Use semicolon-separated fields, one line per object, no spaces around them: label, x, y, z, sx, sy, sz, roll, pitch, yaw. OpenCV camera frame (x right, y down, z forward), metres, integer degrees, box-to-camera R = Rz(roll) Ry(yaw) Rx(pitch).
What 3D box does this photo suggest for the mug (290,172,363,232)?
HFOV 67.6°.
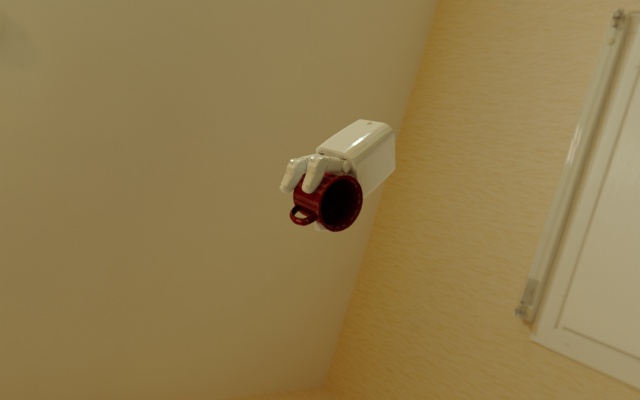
mug;-0.001;0.003;0.778;0.117;0.093;0.081;-38;35;-24
